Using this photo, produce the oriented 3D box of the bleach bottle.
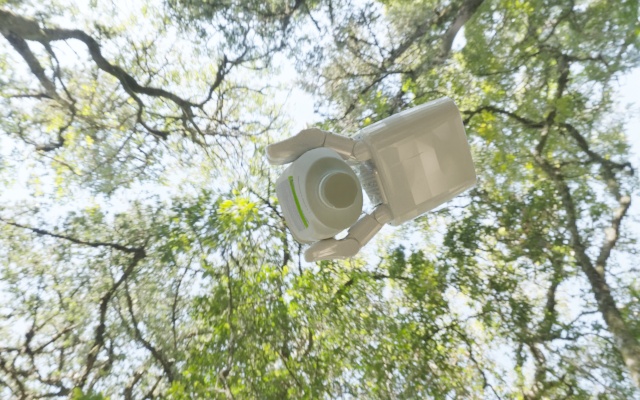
[{"bbox_3d":[0.000,0.002,0.503,0.068,0.102,0.251,-24,3,-9],"label":"bleach bottle"}]
